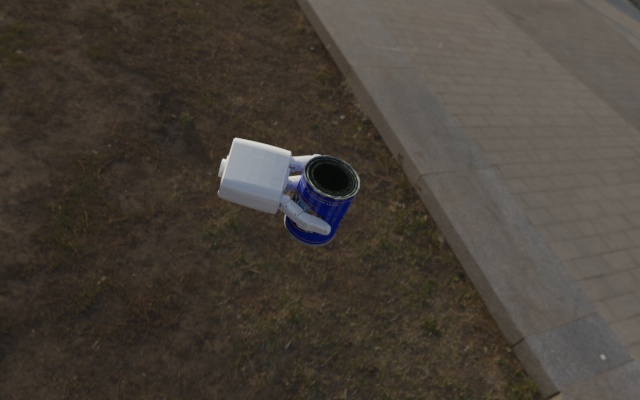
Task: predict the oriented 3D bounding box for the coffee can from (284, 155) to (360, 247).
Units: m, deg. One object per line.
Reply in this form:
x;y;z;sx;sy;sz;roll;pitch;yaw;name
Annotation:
0.000;0.003;0.870;0.103;0.102;0.140;0;-39;-22;coffee can
